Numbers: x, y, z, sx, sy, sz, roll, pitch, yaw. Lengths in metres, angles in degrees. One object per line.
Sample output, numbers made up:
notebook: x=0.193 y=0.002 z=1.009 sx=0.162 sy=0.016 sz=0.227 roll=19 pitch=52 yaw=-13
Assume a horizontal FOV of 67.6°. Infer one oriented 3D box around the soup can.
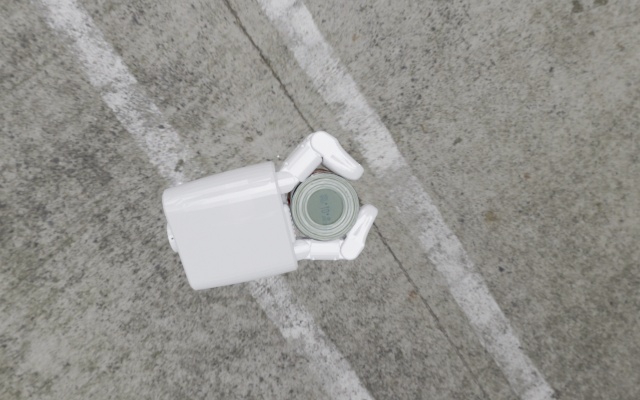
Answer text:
soup can: x=0.001 y=0.002 z=0.497 sx=0.068 sy=0.068 sz=0.102 roll=0 pitch=5 yaw=-5
